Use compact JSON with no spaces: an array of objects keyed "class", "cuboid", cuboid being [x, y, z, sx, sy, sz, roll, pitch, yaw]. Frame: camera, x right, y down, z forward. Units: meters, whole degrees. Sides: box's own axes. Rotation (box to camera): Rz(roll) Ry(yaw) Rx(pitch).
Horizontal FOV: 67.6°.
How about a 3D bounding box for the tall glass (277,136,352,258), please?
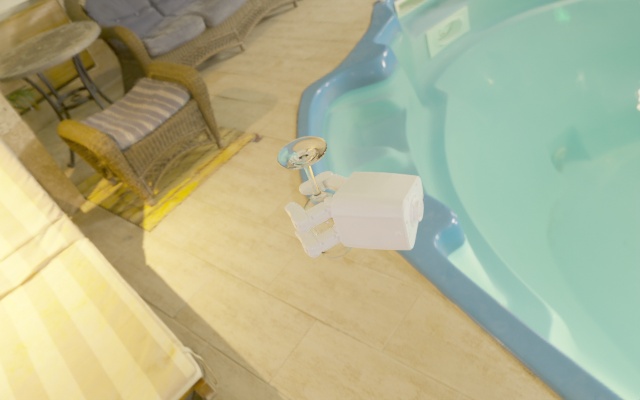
[{"class":"tall glass","cuboid":[0.000,0.002,0.744,0.079,0.201,0.079,-11,41,10]}]
